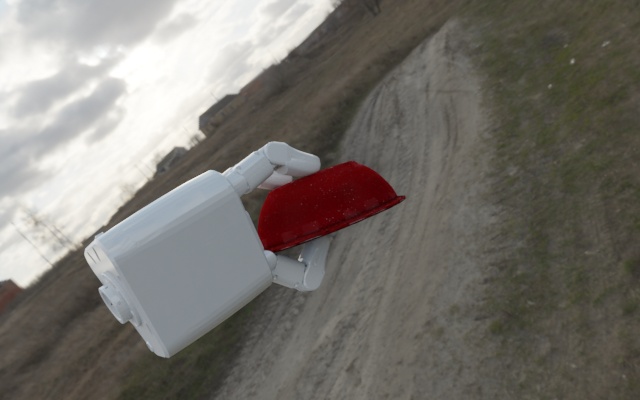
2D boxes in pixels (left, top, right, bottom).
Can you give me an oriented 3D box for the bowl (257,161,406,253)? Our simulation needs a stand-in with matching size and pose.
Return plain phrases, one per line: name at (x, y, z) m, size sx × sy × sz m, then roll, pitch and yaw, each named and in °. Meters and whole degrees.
bowl at (0.001, 0.001, 0.479) m, size 0.162 × 0.055 × 0.162 m, roll -21°, pitch 0°, yaw 0°
